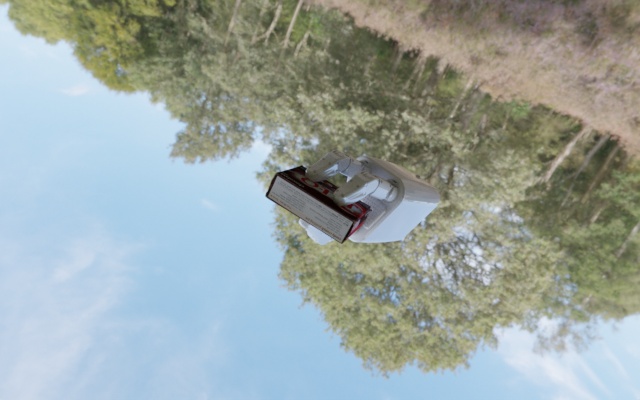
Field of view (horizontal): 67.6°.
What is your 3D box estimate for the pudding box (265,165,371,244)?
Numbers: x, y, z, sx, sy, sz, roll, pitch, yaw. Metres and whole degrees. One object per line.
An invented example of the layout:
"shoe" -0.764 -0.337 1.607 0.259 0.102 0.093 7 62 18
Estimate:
"pudding box" 0.000 0.002 0.592 0.113 0.039 0.090 29 16 11
